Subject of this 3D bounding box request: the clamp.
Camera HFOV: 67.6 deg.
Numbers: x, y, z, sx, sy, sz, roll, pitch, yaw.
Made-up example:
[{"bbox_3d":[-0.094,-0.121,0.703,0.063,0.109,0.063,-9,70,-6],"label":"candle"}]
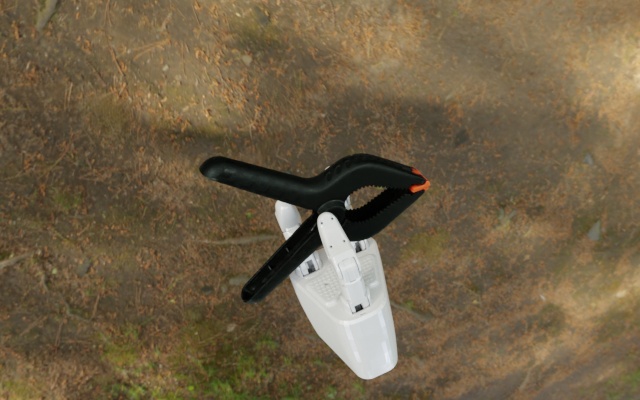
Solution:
[{"bbox_3d":[0.001,0.002,0.443,0.210,0.165,0.036,-22,38,-7],"label":"clamp"}]
